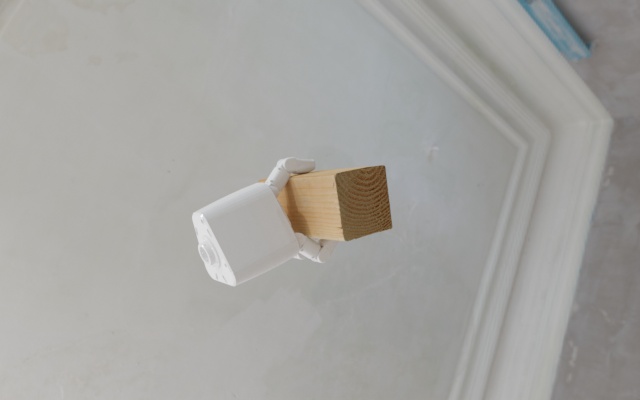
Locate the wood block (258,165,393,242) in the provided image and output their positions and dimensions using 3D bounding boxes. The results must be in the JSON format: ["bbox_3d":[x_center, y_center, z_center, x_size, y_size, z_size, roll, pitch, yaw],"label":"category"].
[{"bbox_3d":[0.000,0.002,0.709,0.090,0.091,0.206,-12,7,-35],"label":"wood block"}]
